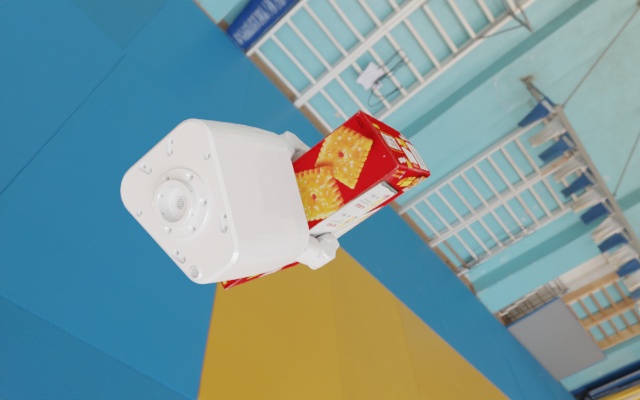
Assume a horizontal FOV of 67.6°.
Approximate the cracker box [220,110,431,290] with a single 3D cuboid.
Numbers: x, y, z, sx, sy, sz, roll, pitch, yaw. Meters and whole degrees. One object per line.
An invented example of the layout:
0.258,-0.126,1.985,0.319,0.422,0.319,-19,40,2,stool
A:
0.000,0.002,0.516,0.214,0.072,0.164,-35,-12,20,cracker box
